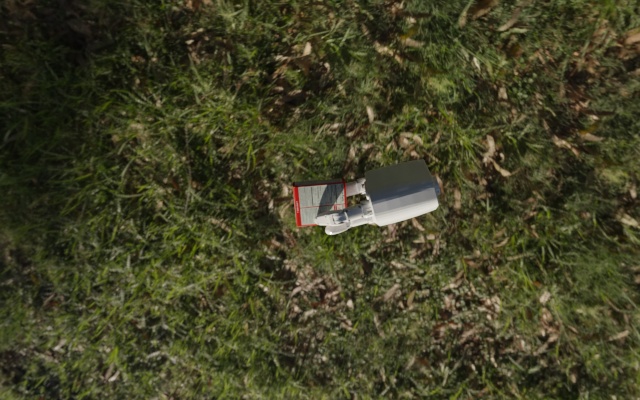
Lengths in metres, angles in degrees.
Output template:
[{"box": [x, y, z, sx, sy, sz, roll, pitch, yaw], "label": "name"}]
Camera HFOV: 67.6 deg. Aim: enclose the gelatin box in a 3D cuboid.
[{"box": [0.000, 0.003, 0.810, 0.089, 0.073, 0.030, -6, 20, -3], "label": "gelatin box"}]
